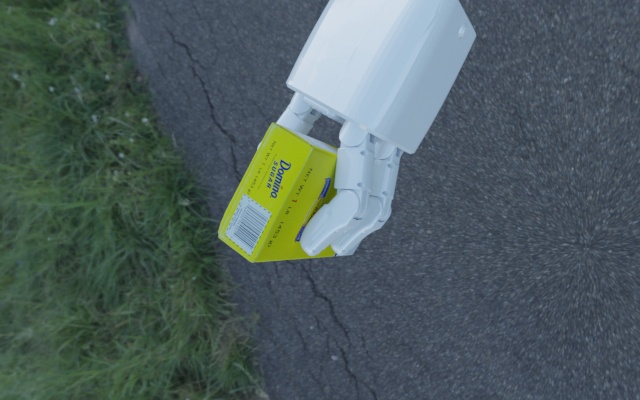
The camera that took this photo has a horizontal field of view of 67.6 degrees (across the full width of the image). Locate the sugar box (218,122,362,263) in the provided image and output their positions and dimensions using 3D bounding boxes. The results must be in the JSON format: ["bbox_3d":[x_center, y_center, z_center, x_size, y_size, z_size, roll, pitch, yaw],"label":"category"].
[{"bbox_3d":[0.000,0.001,0.401,0.048,0.093,0.176,35,12,27],"label":"sugar box"}]
